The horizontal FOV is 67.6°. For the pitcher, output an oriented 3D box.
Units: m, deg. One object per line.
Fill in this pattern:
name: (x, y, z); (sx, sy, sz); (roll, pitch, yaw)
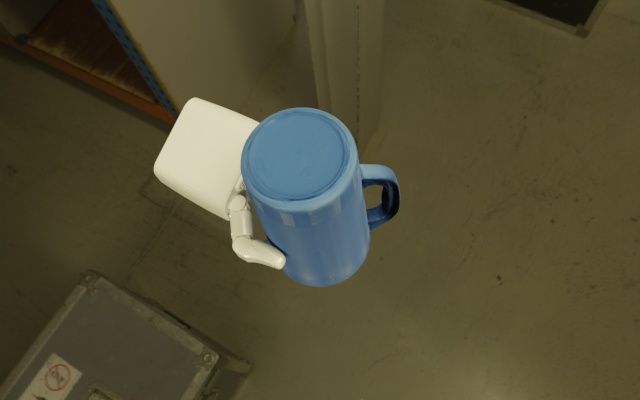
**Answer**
pitcher: (0.000, 0.002, 0.535); (0.145, 0.149, 0.243); (26, -18, 15)
